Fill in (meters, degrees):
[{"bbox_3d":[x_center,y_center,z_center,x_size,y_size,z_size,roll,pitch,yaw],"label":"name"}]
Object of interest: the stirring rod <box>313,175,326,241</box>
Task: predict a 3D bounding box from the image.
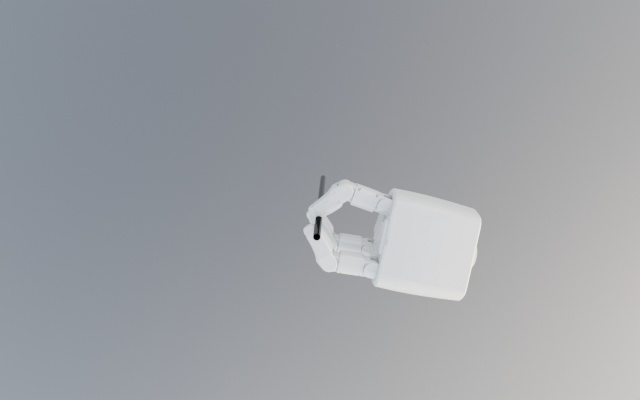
[{"bbox_3d":[0.000,0.002,0.624,0.011,0.011,0.239,0,18,2],"label":"stirring rod"}]
